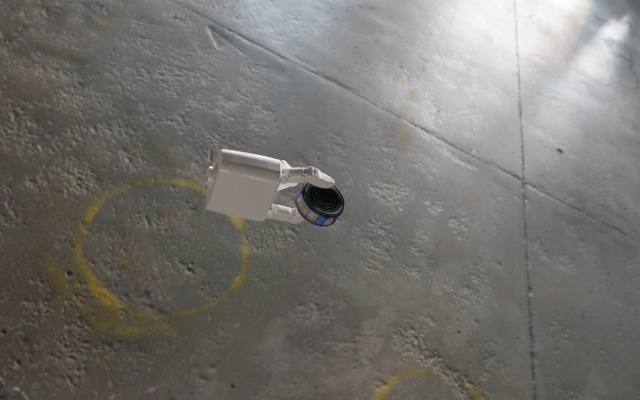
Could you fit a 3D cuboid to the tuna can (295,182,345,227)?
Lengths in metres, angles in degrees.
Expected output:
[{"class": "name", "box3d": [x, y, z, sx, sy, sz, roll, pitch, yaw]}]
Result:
[{"class": "tuna can", "box3d": [0.000, 0.002, 0.853, 0.086, 0.086, 0.034, 0, -36, -33]}]
